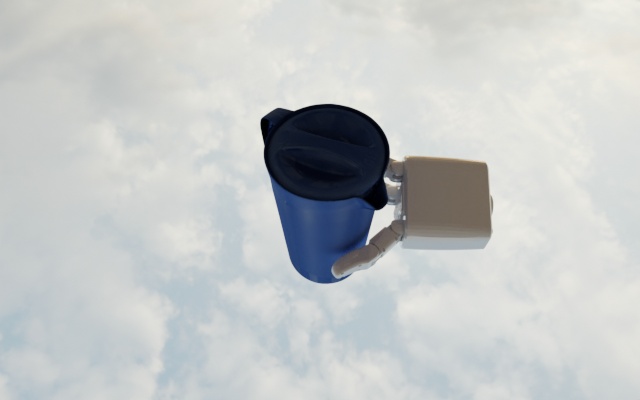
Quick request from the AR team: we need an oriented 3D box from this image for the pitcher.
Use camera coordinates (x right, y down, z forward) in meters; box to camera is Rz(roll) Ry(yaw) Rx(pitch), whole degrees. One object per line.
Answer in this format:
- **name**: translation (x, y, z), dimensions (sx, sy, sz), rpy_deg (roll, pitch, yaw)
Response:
- **pitcher**: translation (0.000, 0.002, 0.599), dimensions (0.145, 0.149, 0.243), rpy_deg (0, -33, 0)
